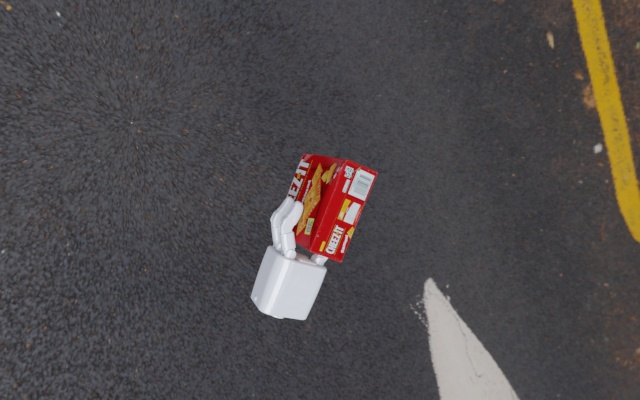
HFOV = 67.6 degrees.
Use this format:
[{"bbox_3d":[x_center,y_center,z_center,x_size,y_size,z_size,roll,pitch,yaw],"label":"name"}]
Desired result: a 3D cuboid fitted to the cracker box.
[{"bbox_3d":[0.000,0.003,0.871,0.072,0.164,0.213,22,0,-23],"label":"cracker box"}]
